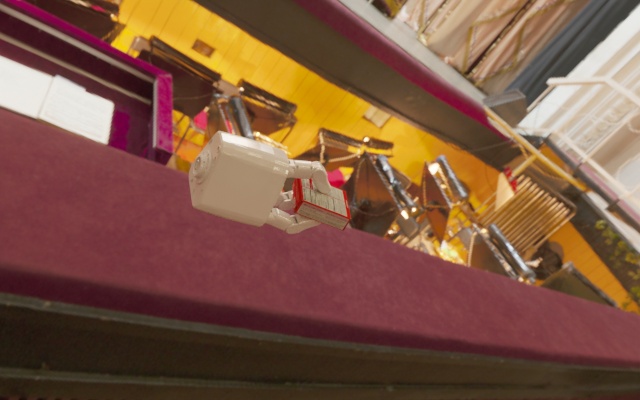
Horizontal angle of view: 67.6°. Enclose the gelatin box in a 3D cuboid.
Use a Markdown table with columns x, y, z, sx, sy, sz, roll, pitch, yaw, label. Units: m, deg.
| x | y | z | sx | sy | sz | roll | pitch | yaw | label |
| --- | --- | --- | --- | --- | --- | --- | --- | --- | --- |
| 0.001 | 0.002 | 0.750 | 0.089 | 0.030 | 0.073 | 20 | 32 | -20 | gelatin box |
